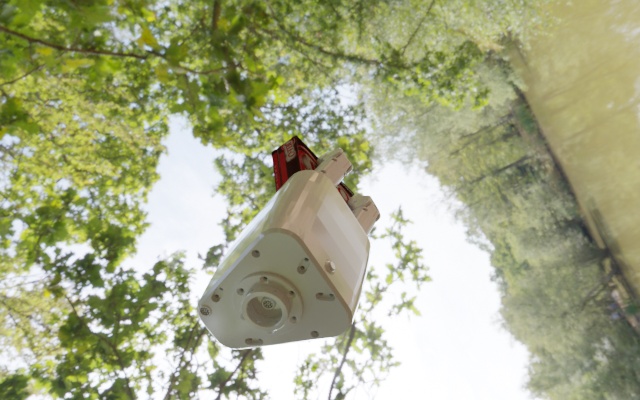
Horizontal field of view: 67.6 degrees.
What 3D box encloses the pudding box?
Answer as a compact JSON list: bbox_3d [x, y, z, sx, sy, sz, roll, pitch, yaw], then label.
[{"bbox_3d":[0.000,0.002,0.481,0.039,0.090,0.113,-29,-47,18],"label":"pudding box"}]
